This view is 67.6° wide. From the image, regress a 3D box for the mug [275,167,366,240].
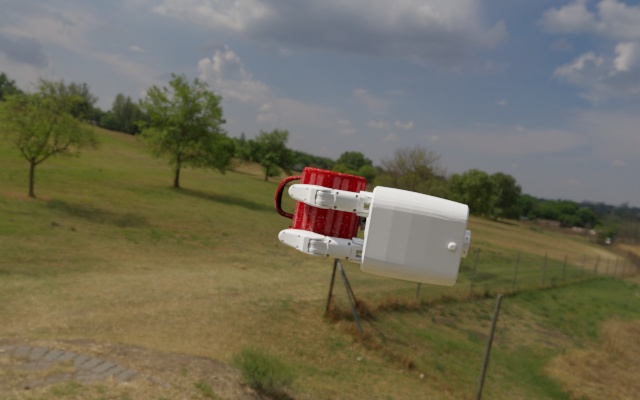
[{"bbox_3d":[-0.001,0.002,0.605,0.117,0.081,0.093,11,3,10],"label":"mug"}]
